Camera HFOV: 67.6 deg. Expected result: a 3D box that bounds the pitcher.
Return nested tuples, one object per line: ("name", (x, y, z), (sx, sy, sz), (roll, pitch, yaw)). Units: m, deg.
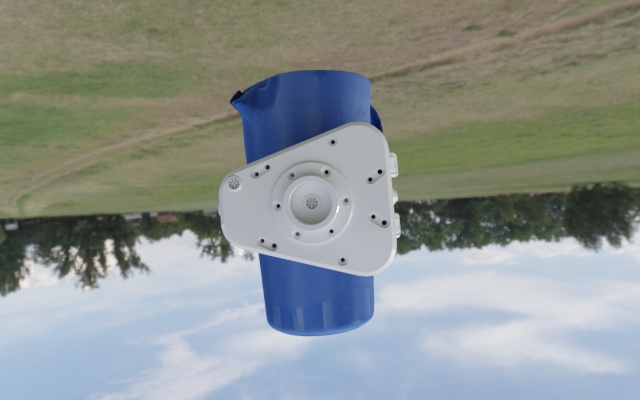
("pitcher", (0.000, 0.002, 0.483), (0.149, 0.243, 0.145), (-4, 0, 2))
